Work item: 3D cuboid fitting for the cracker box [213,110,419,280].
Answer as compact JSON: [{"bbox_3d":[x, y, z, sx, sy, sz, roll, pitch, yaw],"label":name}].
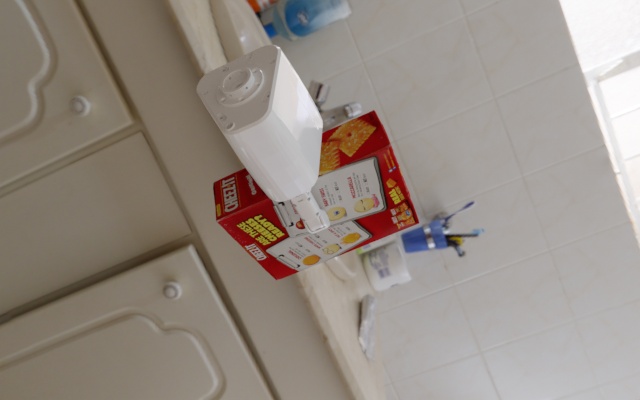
[{"bbox_3d":[0.000,0.002,0.601,0.214,0.072,0.164,-23,-40,9],"label":"cracker box"}]
